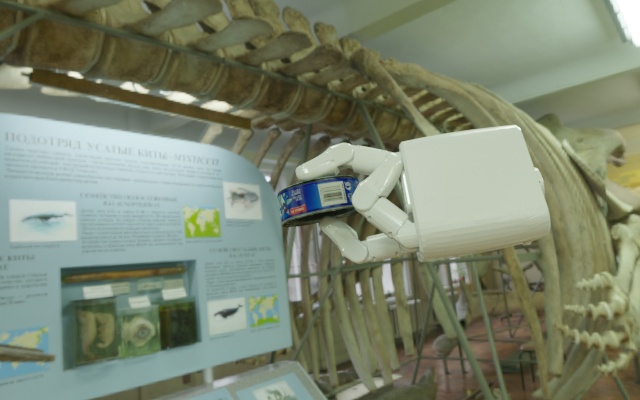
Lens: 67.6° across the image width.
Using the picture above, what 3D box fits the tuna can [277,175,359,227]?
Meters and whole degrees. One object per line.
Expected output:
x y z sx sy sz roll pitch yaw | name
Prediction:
0.000 0.001 0.482 0.086 0.033 0.086 -11 -9 -2 | tuna can
